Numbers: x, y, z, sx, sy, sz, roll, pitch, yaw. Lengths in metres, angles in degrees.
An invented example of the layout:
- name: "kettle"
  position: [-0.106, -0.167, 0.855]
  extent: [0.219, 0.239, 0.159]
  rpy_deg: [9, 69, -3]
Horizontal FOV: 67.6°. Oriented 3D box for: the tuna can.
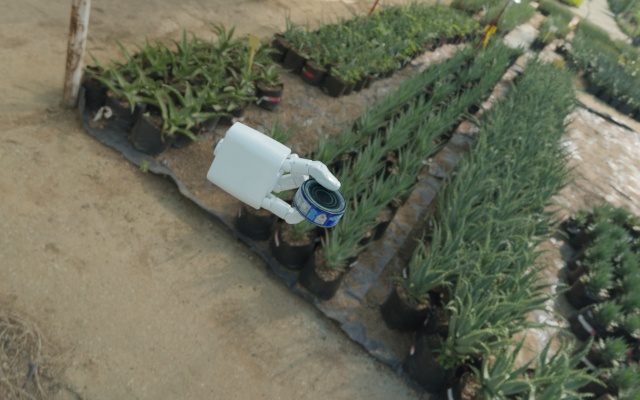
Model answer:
- name: "tuna can"
  position: [0.000, 0.002, 0.797]
  extent: [0.086, 0.086, 0.034]
  rpy_deg: [0, -44, -40]
